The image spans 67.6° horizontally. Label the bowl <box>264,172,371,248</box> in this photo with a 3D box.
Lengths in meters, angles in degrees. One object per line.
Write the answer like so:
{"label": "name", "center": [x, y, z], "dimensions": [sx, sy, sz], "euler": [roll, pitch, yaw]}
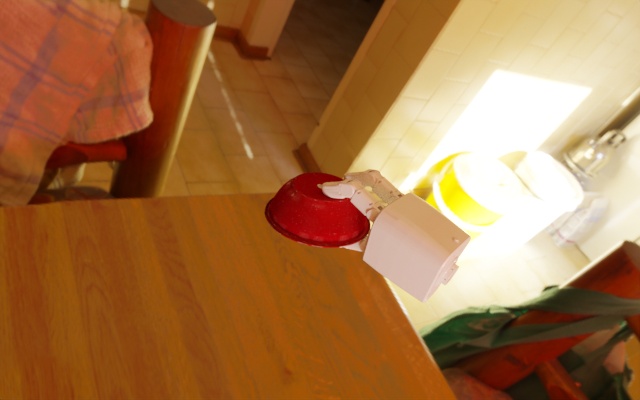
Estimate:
{"label": "bowl", "center": [-0.001, 0.002, 0.710], "dimensions": [0.162, 0.055, 0.162], "euler": [7, 29, -4]}
